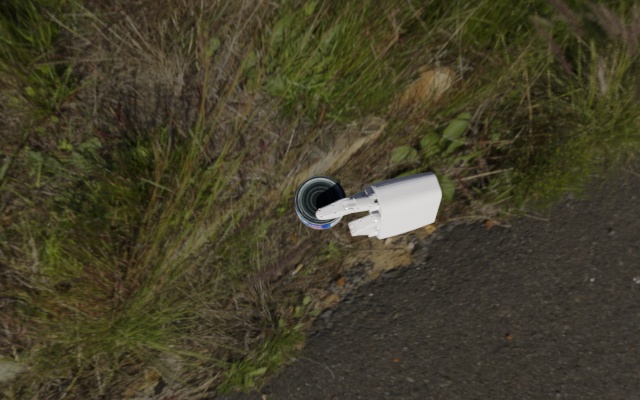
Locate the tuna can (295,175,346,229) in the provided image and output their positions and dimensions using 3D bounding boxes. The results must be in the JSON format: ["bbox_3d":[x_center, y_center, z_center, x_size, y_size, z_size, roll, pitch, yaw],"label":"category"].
[{"bbox_3d":[0.000,0.002,0.785,0.086,0.086,0.034,0,-13,0],"label":"tuna can"}]
